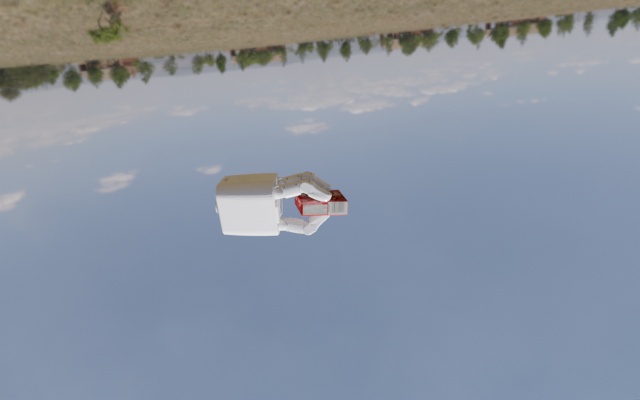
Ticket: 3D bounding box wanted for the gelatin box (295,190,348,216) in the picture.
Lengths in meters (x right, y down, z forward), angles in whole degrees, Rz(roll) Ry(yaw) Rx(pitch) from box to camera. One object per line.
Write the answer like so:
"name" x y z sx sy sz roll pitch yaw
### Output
"gelatin box" 0.000 0.003 0.891 0.089 0.030 0.073 -1 18 -11
